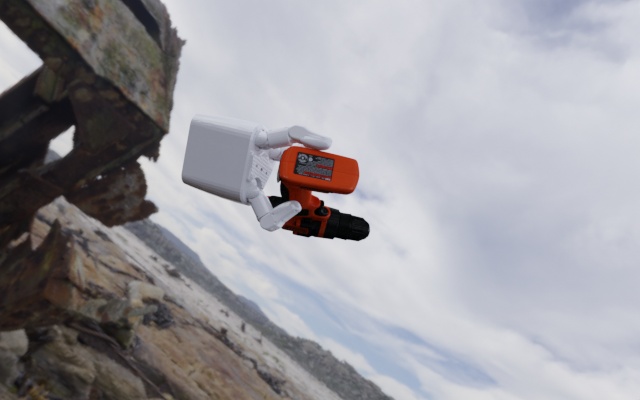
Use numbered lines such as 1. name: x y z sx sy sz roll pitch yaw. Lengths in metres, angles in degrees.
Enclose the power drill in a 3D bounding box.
1. power drill: 0.000 0.002 0.700 0.184 0.057 0.188 10 -29 -5
